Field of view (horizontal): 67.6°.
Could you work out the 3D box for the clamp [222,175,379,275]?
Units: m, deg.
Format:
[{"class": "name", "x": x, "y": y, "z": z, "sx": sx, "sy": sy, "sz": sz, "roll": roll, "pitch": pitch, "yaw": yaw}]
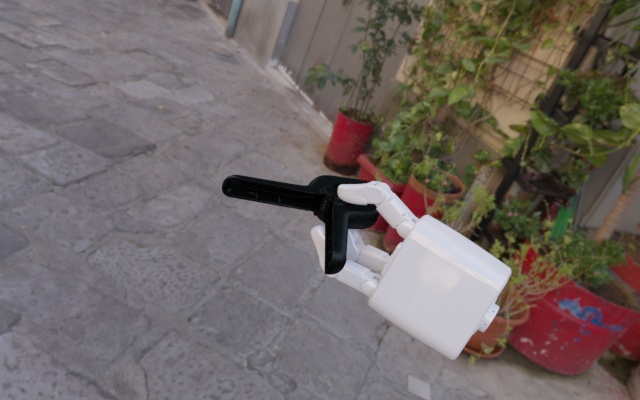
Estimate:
[{"class": "clamp", "x": 0.001, "y": 0.001, "z": 0.557, "sx": 0.164, "sy": 0.036, "sz": 0.210, "roll": 33, "pitch": 28, "yaw": 19}]
